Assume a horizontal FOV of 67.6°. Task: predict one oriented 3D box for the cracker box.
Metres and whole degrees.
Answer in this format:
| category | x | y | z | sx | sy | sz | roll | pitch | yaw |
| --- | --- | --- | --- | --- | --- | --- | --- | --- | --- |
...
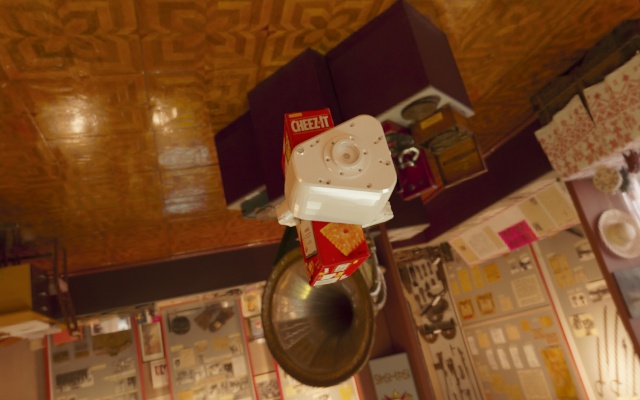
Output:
| category | x | y | z | sx | sy | sz | roll | pitch | yaw |
| --- | --- | --- | --- | --- | --- | --- | --- | --- | --- |
| cracker box | 0.000 | 0.002 | 0.685 | 0.072 | 0.213 | 0.164 | -10 | -17 | -10 |
